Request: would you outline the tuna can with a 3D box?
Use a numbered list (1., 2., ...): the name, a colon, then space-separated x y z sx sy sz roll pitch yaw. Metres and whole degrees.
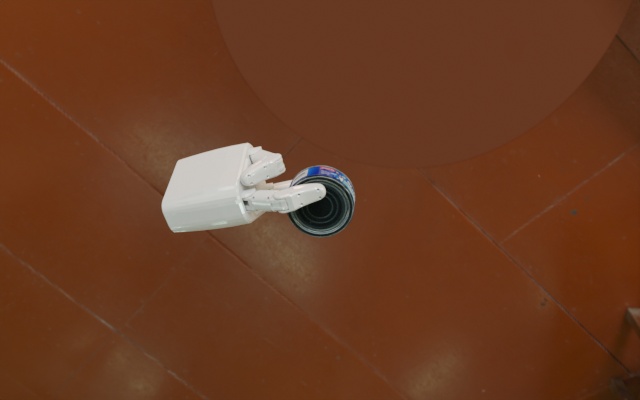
1. tuna can: 0.000 0.002 0.592 0.086 0.086 0.033 0 25 5
